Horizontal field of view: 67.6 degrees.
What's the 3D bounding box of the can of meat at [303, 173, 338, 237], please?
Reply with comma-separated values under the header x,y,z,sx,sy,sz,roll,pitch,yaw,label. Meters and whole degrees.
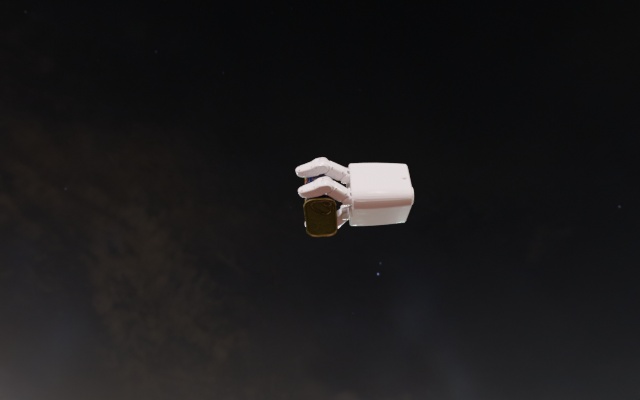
x,y,z,sx,sy,sz,roll,pitch,yaw,label
0.000,0.003,0.878,0.057,0.083,0.102,-3,-43,2,can of meat
